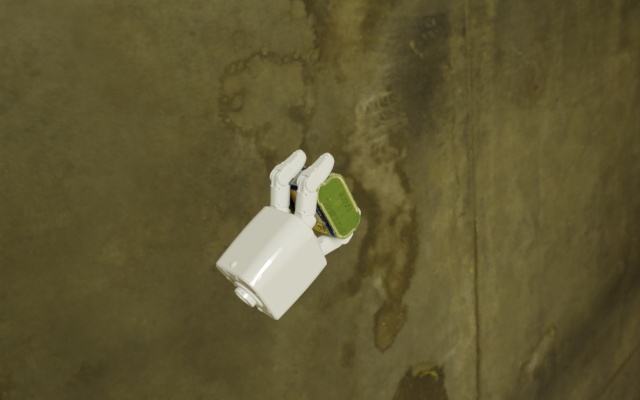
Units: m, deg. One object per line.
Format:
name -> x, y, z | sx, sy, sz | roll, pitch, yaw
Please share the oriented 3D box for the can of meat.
can of meat -> 0.000, 0.002, 0.674 | 0.057, 0.102, 0.084 | -45, 36, -23
